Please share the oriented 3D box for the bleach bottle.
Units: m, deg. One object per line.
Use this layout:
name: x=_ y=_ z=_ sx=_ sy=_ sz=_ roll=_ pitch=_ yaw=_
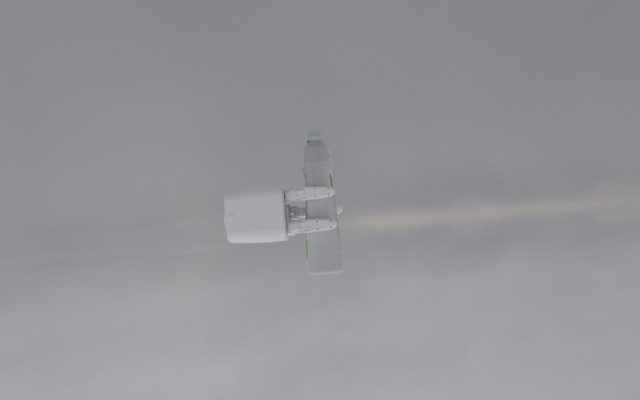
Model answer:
bleach bottle: x=0.000 y=0.003 z=0.863 sx=0.068 sy=0.251 sz=0.102 roll=-5 pitch=-3 yaw=2
